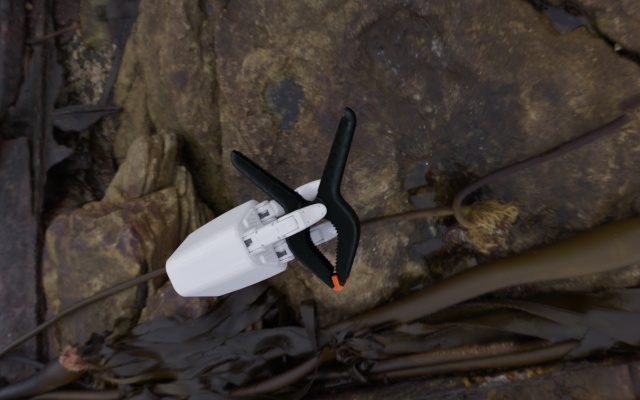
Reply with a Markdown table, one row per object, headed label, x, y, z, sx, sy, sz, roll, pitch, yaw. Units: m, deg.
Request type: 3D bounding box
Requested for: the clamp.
| label | x | y | z | sx | sy | sz | roll | pitch | yaw |
| --- | --- | --- | --- | --- | --- | --- | --- | --- | --- |
| clamp | 0.000 | 0.003 | 0.572 | 0.164 | 0.210 | 0.036 | -25 | -1 | 17 |
